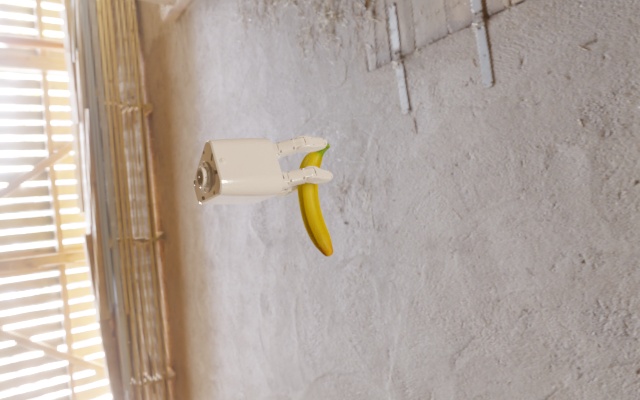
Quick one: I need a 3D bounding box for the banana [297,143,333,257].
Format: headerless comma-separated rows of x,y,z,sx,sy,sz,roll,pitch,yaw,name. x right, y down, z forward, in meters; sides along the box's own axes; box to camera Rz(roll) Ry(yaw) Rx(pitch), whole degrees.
-0.011,0.000,0.842,0.037,0.198,0.069,-3,0,-37,banana
